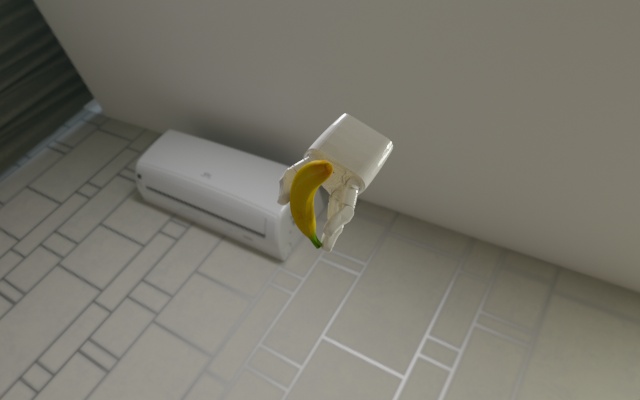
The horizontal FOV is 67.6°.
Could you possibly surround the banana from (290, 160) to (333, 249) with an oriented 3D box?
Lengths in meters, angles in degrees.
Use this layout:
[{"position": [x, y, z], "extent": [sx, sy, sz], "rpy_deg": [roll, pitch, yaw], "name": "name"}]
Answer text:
[{"position": [-0.015, -0.005, 0.703], "extent": [0.069, 0.037, 0.198], "rpy_deg": [30, -32, 17], "name": "banana"}]
